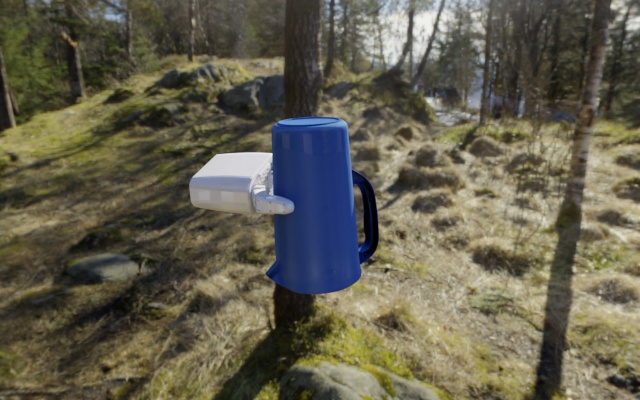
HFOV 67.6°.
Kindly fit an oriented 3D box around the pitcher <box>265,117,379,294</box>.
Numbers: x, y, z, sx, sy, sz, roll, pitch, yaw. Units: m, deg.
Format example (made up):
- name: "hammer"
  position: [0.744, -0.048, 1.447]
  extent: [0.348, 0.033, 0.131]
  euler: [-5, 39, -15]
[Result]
- name: "pitcher"
  position: [0.000, 0.002, 0.708]
  extent: [0.145, 0.243, 0.149]
  euler: [3, 18, 20]
